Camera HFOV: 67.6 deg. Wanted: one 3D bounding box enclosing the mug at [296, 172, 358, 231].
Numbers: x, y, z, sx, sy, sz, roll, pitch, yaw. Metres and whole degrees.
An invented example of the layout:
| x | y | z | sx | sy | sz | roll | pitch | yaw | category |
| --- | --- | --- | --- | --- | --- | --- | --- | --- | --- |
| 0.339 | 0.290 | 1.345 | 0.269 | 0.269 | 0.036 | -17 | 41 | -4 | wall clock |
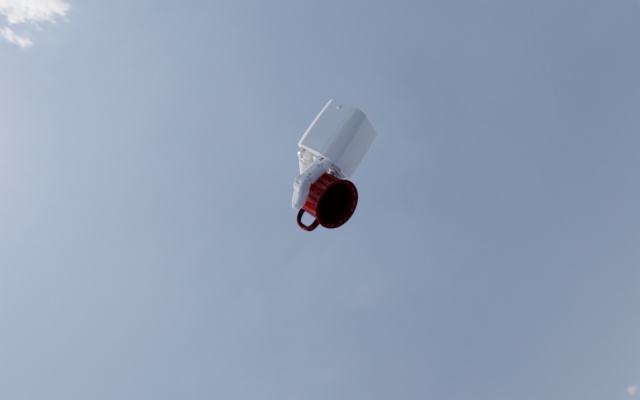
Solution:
| x | y | z | sx | sy | sz | roll | pitch | yaw | category |
| --- | --- | --- | --- | --- | --- | --- | --- | --- | --- |
| -0.001 | 0.004 | 0.860 | 0.081 | 0.117 | 0.093 | 31 | -5 | 47 | mug |
